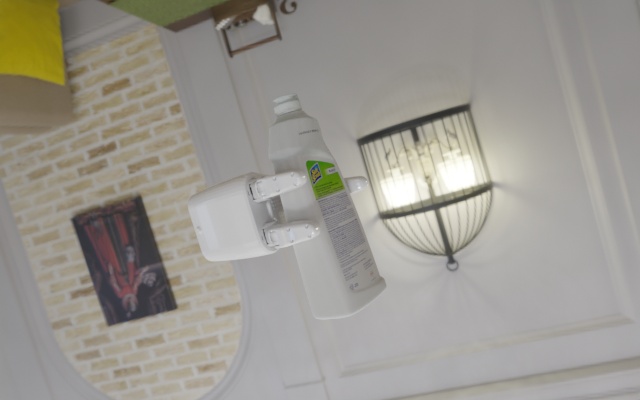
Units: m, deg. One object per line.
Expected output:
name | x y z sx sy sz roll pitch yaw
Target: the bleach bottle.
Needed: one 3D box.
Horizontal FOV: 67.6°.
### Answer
bleach bottle | 0.000 0.002 0.553 0.068 0.251 0.102 -14 4 35
